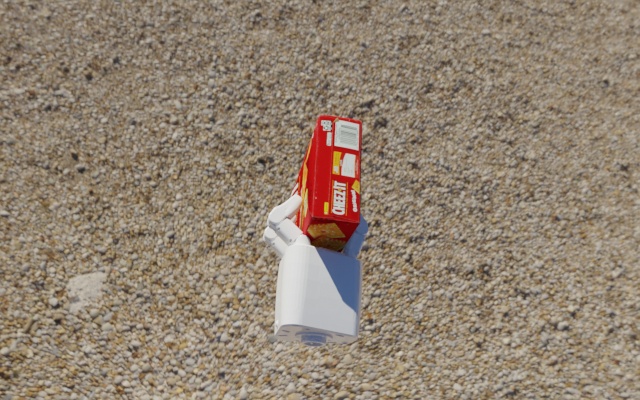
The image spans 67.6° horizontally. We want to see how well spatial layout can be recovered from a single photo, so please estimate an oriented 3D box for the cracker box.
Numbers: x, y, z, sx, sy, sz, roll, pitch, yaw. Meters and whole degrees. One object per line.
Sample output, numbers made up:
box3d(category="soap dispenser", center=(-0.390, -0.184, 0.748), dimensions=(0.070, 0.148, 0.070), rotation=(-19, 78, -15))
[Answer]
box3d(category="cracker box", center=(0.000, 0.002, 0.713), dimensions=(0.072, 0.164, 0.214), rotation=(9, -29, -10))
